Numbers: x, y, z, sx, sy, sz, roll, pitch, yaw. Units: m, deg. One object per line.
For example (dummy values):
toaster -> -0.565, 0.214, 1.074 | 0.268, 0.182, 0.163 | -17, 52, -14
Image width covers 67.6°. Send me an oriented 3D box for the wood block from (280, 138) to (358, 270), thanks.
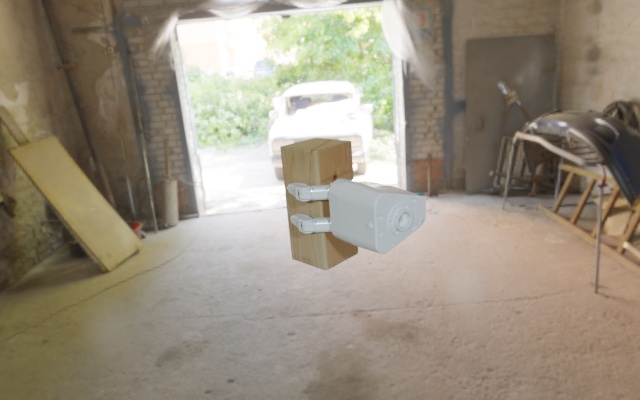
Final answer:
wood block -> 0.001, 0.003, 0.832 | 0.090, 0.206, 0.091 | 12, 23, 42
